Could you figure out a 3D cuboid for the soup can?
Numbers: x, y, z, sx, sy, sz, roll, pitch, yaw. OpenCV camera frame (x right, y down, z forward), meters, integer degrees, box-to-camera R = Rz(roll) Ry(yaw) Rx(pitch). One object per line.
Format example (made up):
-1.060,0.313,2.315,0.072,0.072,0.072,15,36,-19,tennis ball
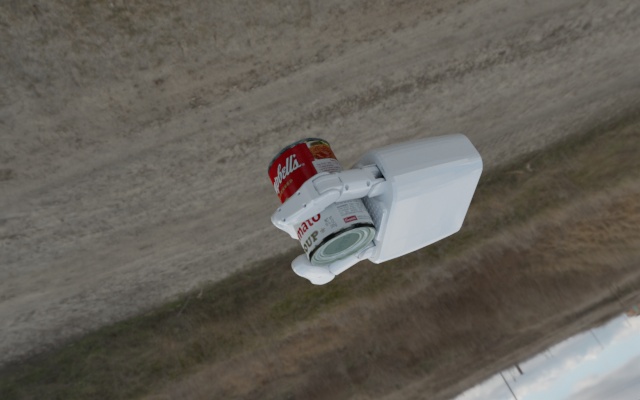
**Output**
0.000,0.002,0.447,0.068,0.102,0.068,-22,-26,-11,soup can
